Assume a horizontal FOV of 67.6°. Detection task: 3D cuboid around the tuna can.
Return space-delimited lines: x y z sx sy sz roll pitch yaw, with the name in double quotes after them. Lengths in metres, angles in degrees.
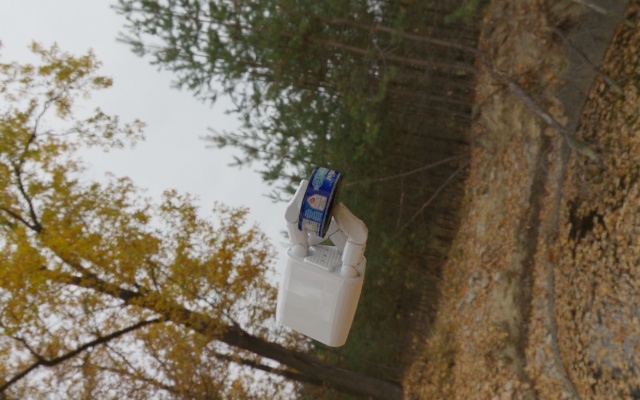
0.000 0.002 0.597 0.034 0.086 0.086 16 2 7 "tuna can"
